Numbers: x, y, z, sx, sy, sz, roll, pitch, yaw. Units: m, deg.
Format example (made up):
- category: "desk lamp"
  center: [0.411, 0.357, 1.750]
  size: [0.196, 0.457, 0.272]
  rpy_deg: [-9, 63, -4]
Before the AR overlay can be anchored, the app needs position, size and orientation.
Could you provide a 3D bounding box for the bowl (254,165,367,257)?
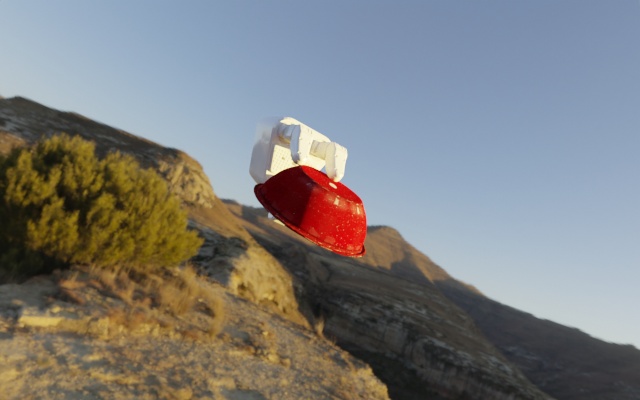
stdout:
- category: "bowl"
  center: [0.001, 0.002, 0.594]
  size: [0.162, 0.055, 0.162]
  rpy_deg: [30, 13, -8]
